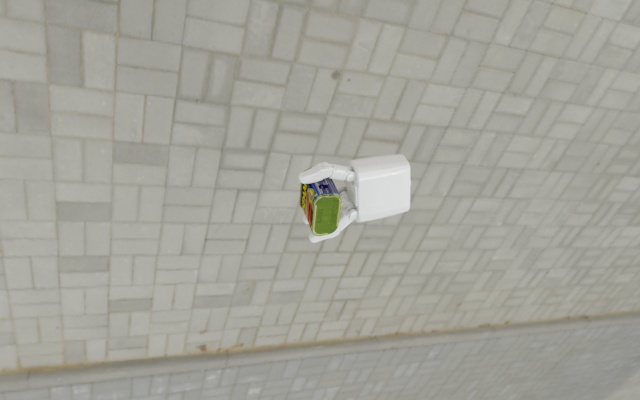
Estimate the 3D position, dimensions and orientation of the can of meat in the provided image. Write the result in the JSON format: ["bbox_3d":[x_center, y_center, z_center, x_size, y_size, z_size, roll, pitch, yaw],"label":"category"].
[{"bbox_3d":[0.000,0.003,0.884,0.057,0.102,0.084,-7,41,-15],"label":"can of meat"}]
